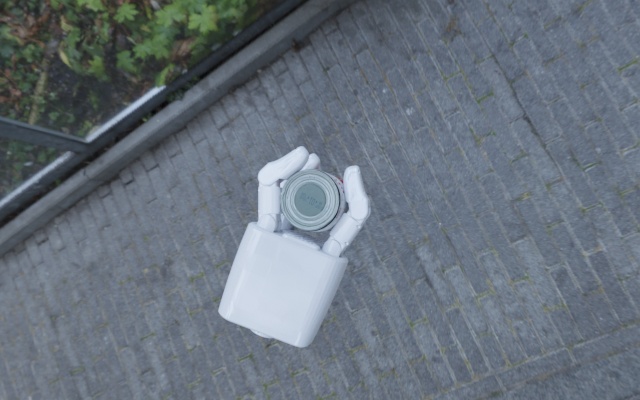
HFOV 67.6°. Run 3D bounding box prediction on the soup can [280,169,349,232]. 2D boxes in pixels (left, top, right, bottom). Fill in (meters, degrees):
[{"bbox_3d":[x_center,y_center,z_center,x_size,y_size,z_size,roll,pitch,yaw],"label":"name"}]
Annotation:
[{"bbox_3d":[0.000,0.001,0.548,0.068,0.068,0.102,0,-3,14],"label":"soup can"}]
